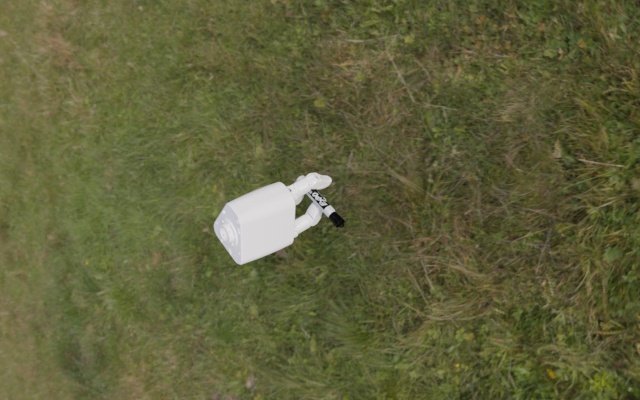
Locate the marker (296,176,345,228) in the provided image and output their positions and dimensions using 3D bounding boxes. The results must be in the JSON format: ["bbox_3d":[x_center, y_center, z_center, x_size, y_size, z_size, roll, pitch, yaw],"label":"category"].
[{"bbox_3d":[0.000,0.003,0.821,0.121,0.020,0.020,48,25,25],"label":"marker"}]
